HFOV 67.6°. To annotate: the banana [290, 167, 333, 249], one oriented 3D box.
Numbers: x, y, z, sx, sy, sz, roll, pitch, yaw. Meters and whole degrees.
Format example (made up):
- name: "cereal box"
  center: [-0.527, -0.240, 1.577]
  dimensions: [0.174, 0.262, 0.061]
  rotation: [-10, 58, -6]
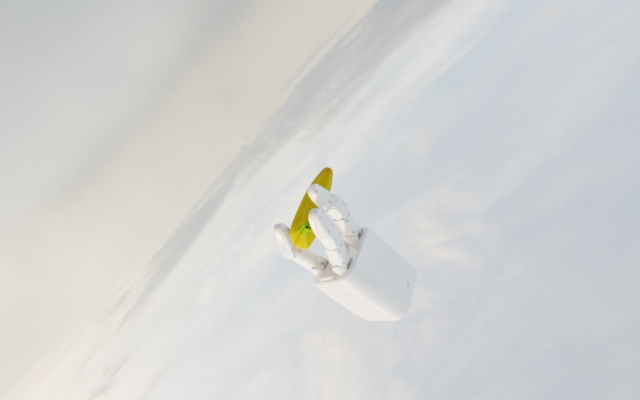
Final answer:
- name: "banana"
  center: [-0.011, 0.017, 0.695]
  dimensions: [0.037, 0.070, 0.197]
  rotation: [35, 26, -11]
